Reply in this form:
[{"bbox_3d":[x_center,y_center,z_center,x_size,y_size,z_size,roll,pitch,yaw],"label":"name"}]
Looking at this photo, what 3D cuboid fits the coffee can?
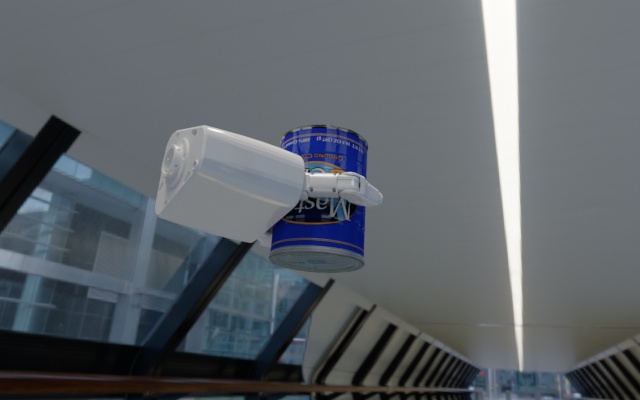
[{"bbox_3d":[0.000,0.002,0.533,0.103,0.140,0.103,3,-19,1],"label":"coffee can"}]
